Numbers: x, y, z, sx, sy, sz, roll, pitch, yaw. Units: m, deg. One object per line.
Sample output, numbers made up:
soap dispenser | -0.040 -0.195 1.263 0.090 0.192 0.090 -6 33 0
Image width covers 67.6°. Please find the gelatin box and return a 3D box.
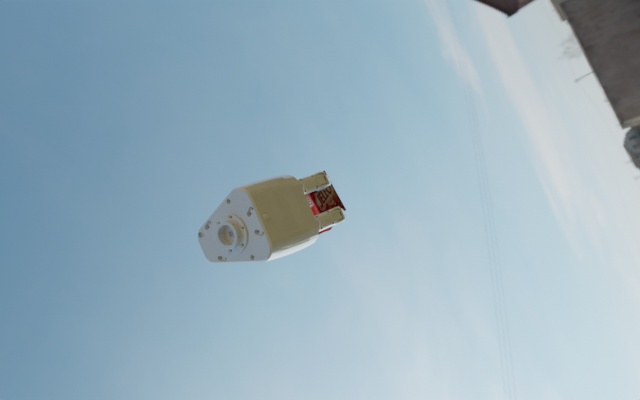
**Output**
gelatin box | 0.000 0.002 0.725 0.030 0.073 0.089 -25 9 26
